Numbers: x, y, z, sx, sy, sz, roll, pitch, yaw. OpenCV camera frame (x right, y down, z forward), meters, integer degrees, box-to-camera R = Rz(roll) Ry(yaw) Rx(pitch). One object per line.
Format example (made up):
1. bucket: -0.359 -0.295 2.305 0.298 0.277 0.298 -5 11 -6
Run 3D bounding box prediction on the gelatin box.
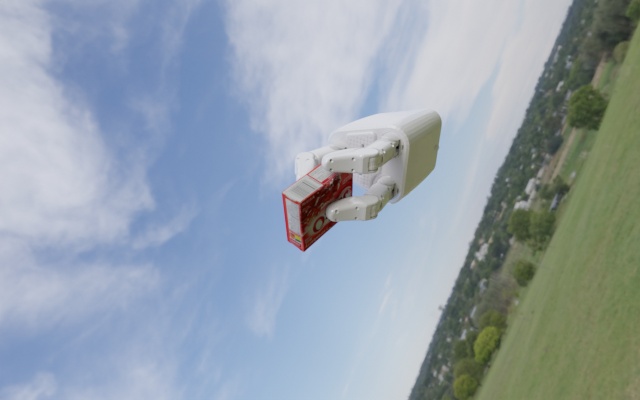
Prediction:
1. gelatin box: 0.000 0.002 0.524 0.030 0.073 0.089 30 51 30
